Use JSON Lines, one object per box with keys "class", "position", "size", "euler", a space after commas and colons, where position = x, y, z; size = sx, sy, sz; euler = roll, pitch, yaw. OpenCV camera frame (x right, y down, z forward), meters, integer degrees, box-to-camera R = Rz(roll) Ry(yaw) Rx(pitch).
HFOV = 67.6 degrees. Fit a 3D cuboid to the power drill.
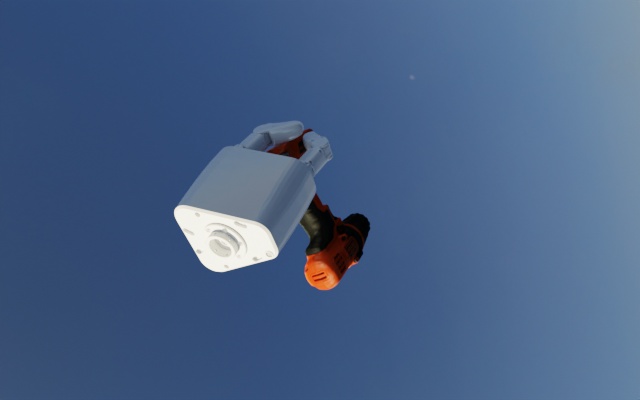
{"class": "power drill", "position": [0.000, 0.002, 0.635], "size": [0.057, 0.188, 0.184], "euler": [-25, 9, 25]}
